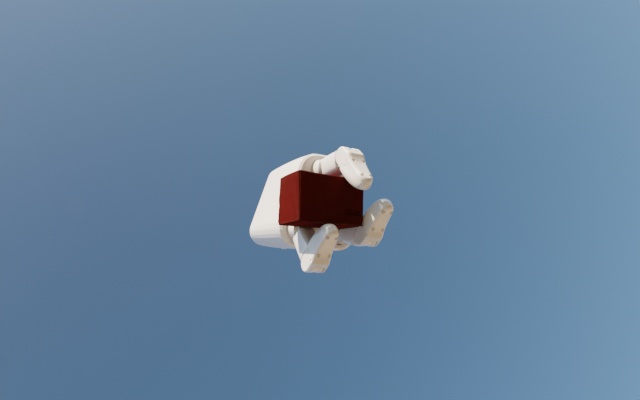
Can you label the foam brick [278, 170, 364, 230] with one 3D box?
[{"bbox_3d":[0.000,0.002,0.504,0.078,0.053,0.051,7,-10,-29],"label":"foam brick"}]
